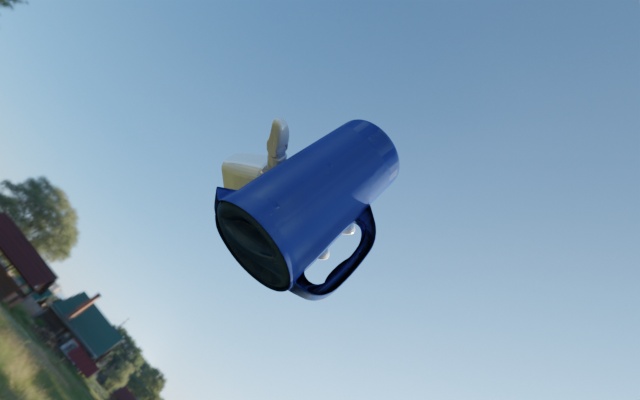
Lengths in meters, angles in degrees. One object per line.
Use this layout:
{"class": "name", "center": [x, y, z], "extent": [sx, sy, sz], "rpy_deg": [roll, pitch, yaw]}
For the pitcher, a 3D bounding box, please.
{"class": "pitcher", "center": [0.000, 0.002, 0.618], "extent": [0.145, 0.149, 0.242], "rpy_deg": [14, 43, 45]}
